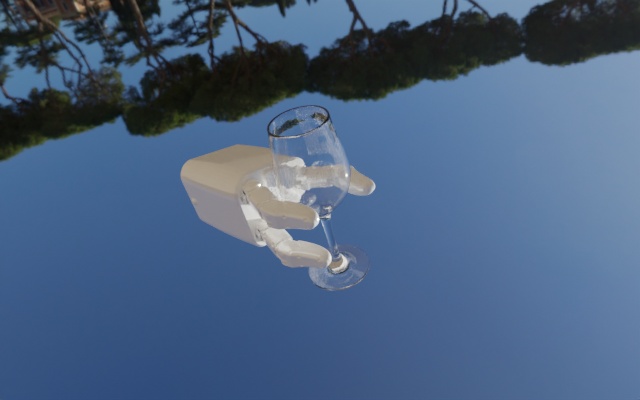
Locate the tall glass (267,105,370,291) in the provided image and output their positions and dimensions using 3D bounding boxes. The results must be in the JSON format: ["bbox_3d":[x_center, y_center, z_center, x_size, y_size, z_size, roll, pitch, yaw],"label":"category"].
[{"bbox_3d":[0.000,0.002,0.514,0.079,0.201,0.079,-10,36,7],"label":"tall glass"}]
